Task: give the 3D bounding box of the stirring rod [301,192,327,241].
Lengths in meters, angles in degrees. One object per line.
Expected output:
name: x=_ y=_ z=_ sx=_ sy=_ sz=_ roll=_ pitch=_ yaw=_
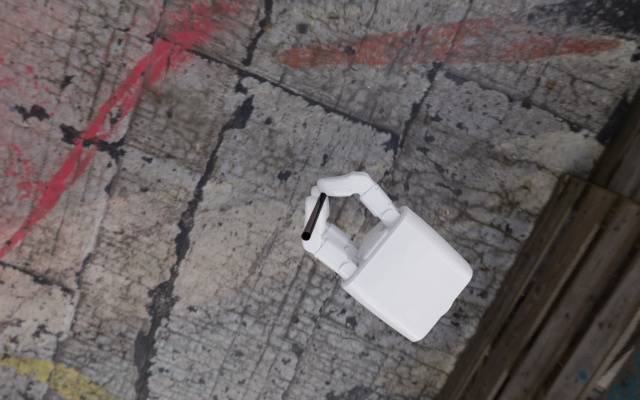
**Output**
stirring rod: x=0.000 y=0.002 z=0.503 sx=0.011 sy=0.011 sz=0.239 roll=0 pitch=13 yaw=6
